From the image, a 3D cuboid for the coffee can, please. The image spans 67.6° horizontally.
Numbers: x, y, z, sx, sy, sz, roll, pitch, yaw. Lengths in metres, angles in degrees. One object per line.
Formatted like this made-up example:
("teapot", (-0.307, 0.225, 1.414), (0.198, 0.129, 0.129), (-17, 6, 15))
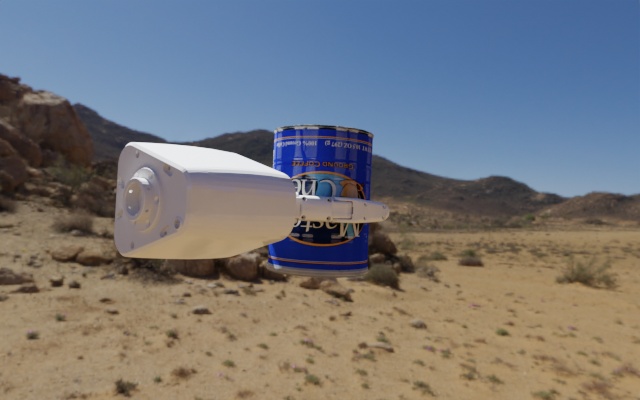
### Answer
("coffee can", (0.000, 0.002, 0.486), (0.103, 0.140, 0.103), (3, -1, 0))
